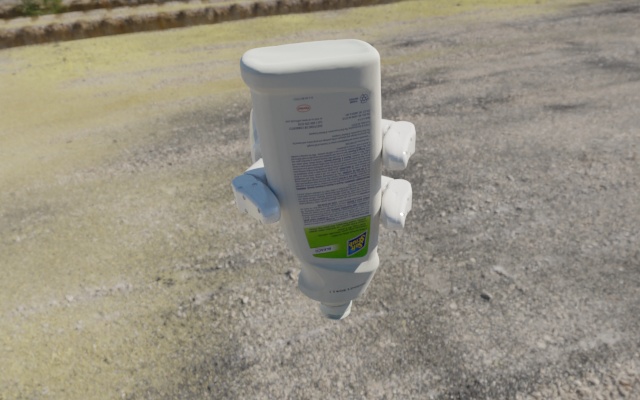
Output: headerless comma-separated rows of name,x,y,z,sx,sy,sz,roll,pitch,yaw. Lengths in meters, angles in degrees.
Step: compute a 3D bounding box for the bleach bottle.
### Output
bleach bottle,0.000,0.001,0.403,0.102,0.251,0.068,-8,31,-8
